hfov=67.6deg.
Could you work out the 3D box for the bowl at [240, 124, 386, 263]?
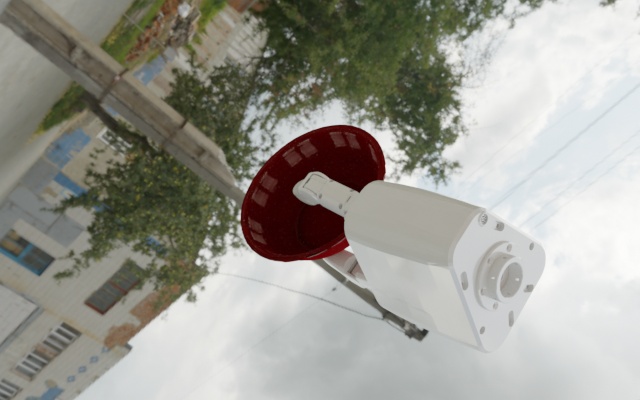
[{"bbox_3d":[0.000,0.001,0.484,0.162,0.162,0.055,0,-33,34],"label":"bowl"}]
